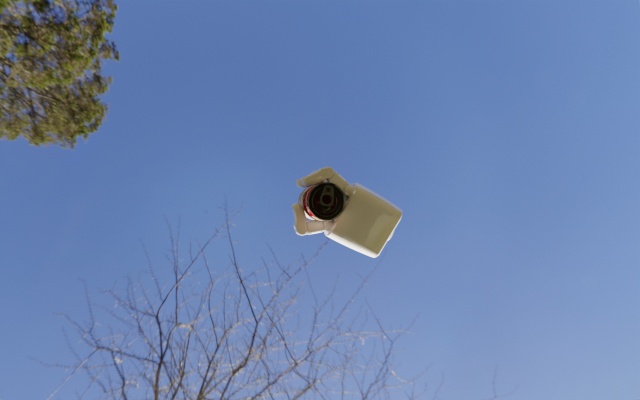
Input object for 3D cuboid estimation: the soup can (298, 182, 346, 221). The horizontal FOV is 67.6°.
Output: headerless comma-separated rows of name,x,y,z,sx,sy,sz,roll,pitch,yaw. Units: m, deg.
soup can,0.000,0.003,0.880,0.068,0.068,0.102,0,-1,-13
